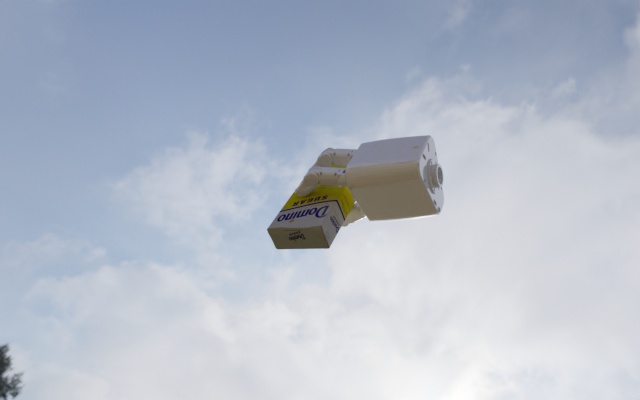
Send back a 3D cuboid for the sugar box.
[{"bbox_3d":[0.000,0.002,0.728,0.093,0.048,0.176,-4,32,30],"label":"sugar box"}]
